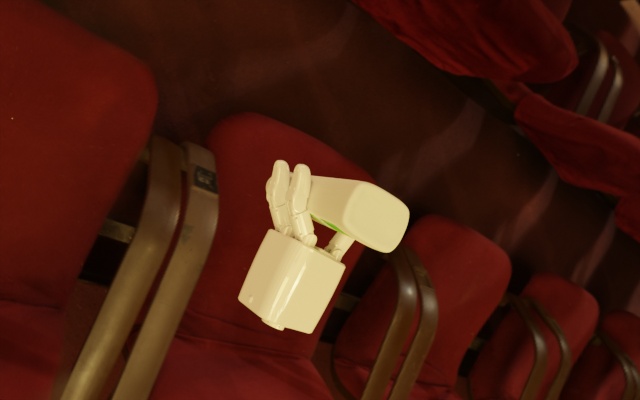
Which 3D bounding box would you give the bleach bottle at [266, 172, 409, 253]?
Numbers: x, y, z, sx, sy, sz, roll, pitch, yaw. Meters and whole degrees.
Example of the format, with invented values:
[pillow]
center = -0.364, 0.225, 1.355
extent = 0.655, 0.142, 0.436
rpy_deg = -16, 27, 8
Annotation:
[bleach bottle]
center = 0.000, 0.002, 0.662
extent = 0.102, 0.068, 0.251
rpy_deg = 30, -9, -33
